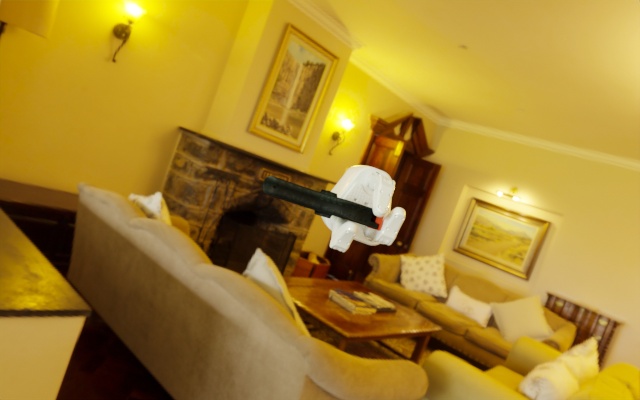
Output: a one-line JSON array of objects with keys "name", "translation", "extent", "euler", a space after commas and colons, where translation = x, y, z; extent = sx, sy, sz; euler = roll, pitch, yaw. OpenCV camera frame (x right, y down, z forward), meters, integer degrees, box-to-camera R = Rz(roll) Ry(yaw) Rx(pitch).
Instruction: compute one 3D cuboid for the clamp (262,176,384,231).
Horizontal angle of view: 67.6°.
[{"name": "clamp", "translation": [0.000, 0.002, 0.658], "extent": [0.171, 0.039, 0.120], "euler": [20, 5, -10]}]
